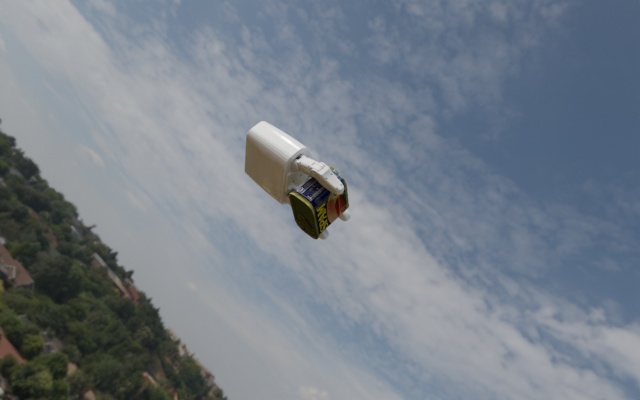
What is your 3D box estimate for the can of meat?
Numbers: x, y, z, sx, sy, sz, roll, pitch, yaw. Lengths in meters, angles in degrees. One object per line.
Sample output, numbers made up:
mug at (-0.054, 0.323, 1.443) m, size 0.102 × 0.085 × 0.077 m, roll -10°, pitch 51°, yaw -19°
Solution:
can of meat at (0.000, 0.002, 0.806) m, size 0.057 × 0.084 × 0.102 m, roll 35°, pitch -26°, yaw 29°
